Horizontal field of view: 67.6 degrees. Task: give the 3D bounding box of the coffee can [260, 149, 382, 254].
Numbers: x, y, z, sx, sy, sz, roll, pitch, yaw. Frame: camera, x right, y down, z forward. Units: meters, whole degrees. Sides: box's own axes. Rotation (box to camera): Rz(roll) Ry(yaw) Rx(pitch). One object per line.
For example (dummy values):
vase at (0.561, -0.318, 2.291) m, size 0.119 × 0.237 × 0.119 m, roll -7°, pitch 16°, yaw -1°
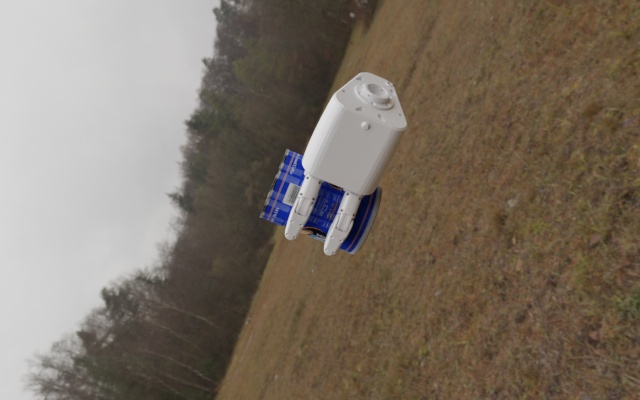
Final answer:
coffee can at (0.000, 0.002, 0.661) m, size 0.140 × 0.103 × 0.103 m, roll 22°, pitch -2°, yaw -5°
